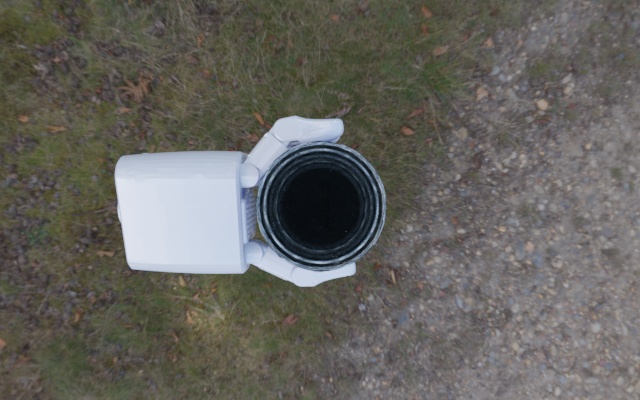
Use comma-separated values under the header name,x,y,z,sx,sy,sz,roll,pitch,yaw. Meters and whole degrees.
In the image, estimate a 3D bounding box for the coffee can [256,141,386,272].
name,x,y,z,sx,sy,sz,roll,pitch,yaw
coffee can,0.000,0.002,0.440,0.103,0.103,0.140,0,3,0
